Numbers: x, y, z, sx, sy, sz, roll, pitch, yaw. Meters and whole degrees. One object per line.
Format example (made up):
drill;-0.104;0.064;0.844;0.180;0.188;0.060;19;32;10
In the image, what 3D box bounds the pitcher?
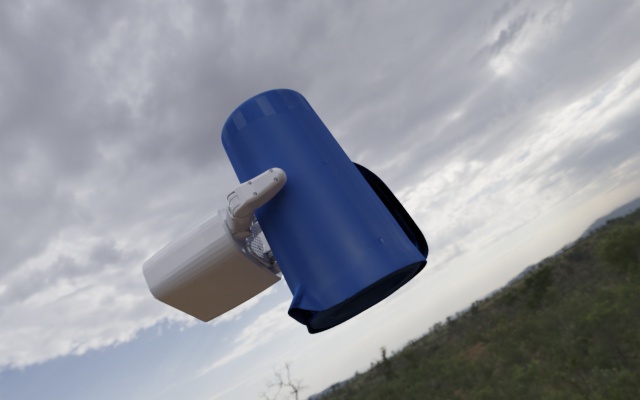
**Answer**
pitcher;0.000;0.002;0.507;0.145;0.242;0.149;-33;-21;7
